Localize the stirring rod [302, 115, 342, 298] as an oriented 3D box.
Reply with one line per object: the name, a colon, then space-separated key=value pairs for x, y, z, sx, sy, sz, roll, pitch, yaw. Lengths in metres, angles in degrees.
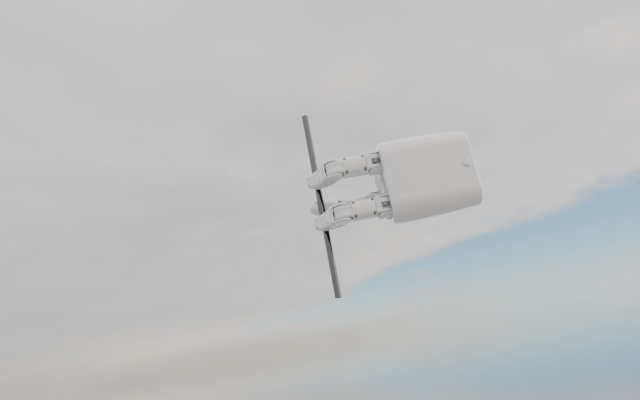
stirring rod: x=0.000 y=0.002 z=0.600 sx=0.011 sy=0.239 sz=0.011 roll=-10 pitch=-17 yaw=-3
